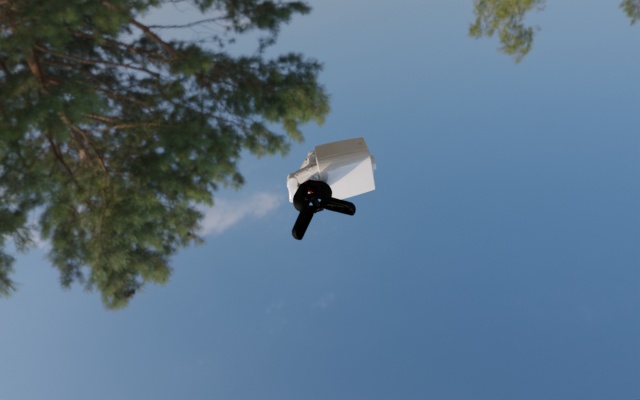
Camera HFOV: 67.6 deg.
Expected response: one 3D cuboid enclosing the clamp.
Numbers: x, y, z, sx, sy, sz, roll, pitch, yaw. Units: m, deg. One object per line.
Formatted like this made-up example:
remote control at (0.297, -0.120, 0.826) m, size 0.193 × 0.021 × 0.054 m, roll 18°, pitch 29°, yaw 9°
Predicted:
clamp at (0.000, 0.003, 0.893) m, size 0.120 × 0.039 × 0.171 m, roll -16°, pitch 33°, yaw 4°
